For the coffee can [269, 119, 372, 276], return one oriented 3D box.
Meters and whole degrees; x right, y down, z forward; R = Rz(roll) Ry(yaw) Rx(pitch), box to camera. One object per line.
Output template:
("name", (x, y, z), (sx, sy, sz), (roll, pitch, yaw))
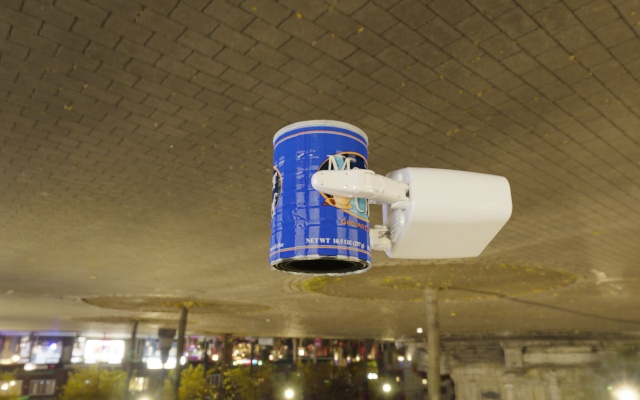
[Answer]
("coffee can", (0.000, 0.001, 0.499), (0.103, 0.140, 0.103), (0, -18, 0))
